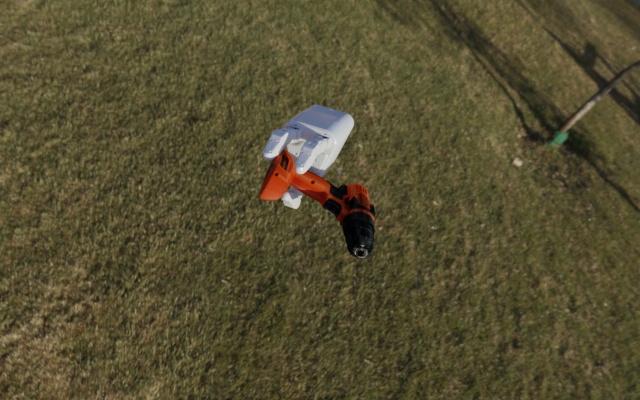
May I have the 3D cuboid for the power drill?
[{"bbox_3d":[0.000,0.002,0.751,0.188,0.057,0.184,27,25,-14],"label":"power drill"}]
